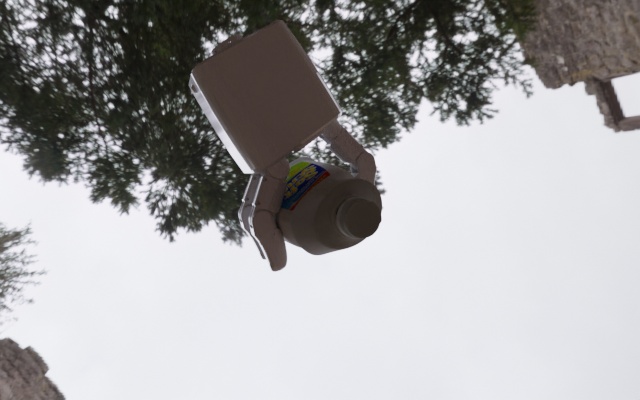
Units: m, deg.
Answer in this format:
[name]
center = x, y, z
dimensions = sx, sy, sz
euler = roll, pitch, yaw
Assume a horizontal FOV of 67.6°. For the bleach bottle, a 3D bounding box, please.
[bleach bottle]
center = 0.000, 0.002, 0.467
dimensions = 0.102, 0.068, 0.251
euler = -37, 13, -12
